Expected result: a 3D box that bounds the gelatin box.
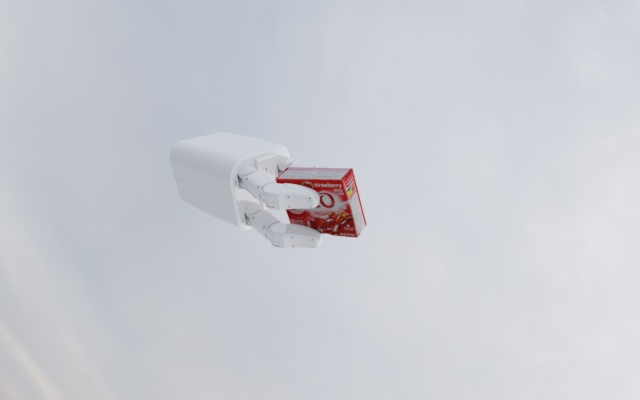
[{"bbox_3d":[0.001,0.002,0.528,0.089,0.073,0.030,3,33,32],"label":"gelatin box"}]
